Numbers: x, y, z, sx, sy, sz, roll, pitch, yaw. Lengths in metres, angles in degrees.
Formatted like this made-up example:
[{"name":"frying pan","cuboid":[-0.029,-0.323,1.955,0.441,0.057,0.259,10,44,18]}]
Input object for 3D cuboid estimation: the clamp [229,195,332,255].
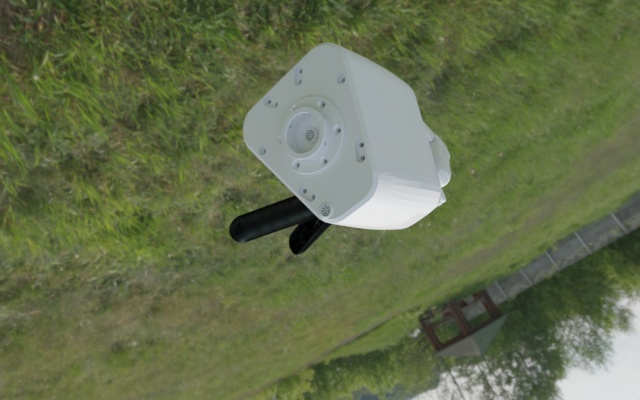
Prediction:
[{"name":"clamp","cuboid":[0.001,0.002,0.448,0.171,0.039,0.120,-38,-21,25]}]
